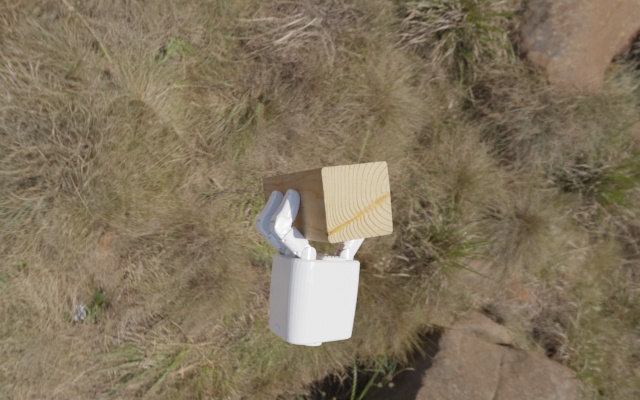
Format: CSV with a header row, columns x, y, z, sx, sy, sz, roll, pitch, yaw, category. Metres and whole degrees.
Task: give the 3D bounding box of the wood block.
x,y,z,sx,sy,sz,roll,pitch,yaw,category
0.000,0.002,0.649,0.091,0.090,0.206,-7,2,-26,wood block
